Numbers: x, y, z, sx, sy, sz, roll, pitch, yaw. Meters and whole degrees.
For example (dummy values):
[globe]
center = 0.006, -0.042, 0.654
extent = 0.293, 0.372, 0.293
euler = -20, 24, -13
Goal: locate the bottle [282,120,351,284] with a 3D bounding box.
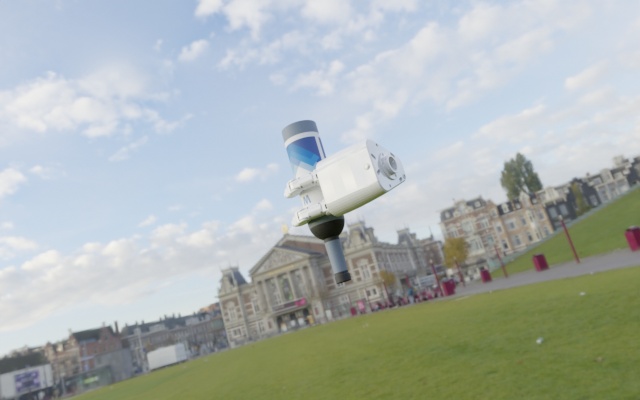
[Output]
[bottle]
center = 0.000, 0.003, 0.855
extent = 0.069, 0.295, 0.069
euler = -16, -13, -4
